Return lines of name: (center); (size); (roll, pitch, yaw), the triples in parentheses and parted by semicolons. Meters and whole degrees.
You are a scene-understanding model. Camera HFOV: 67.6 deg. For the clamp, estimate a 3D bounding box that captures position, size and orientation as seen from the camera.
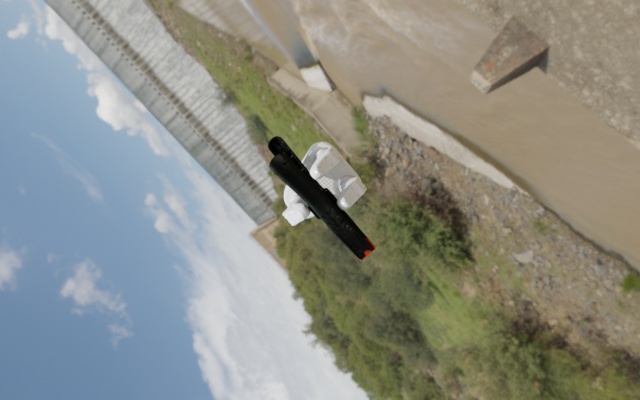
clamp: (0.000, 0.003, 0.633); (0.036, 0.210, 0.164); (-40, 9, 6)
